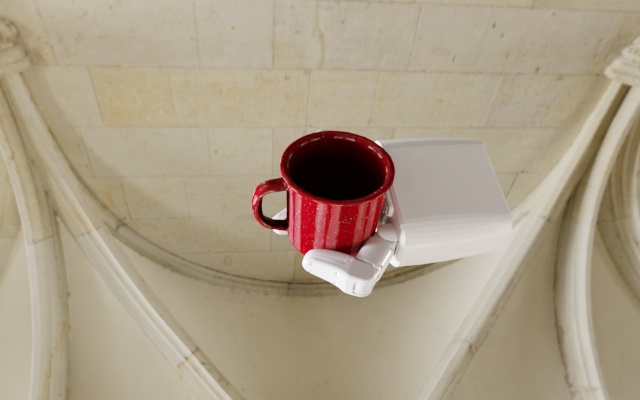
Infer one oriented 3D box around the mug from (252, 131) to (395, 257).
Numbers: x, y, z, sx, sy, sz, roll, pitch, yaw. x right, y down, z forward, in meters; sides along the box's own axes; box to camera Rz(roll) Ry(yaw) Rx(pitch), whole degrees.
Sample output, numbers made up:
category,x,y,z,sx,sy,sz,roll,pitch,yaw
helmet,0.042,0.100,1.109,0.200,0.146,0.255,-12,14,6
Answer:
category,x,y,z,sx,sy,sz,roll,pitch,yaw
mug,-0.001,0.002,0.408,0.117,0.082,0.093,-8,45,-13
